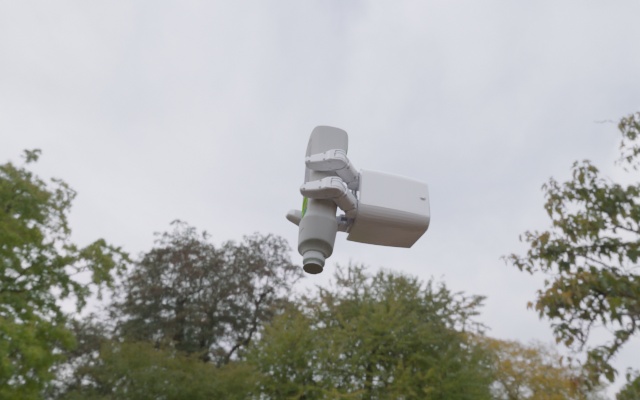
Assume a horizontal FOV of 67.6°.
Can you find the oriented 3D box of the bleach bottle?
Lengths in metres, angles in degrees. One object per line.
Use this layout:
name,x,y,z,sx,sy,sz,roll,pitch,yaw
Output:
bleach bottle,0.000,0.002,0.723,0.068,0.250,0.103,10,-41,-3
